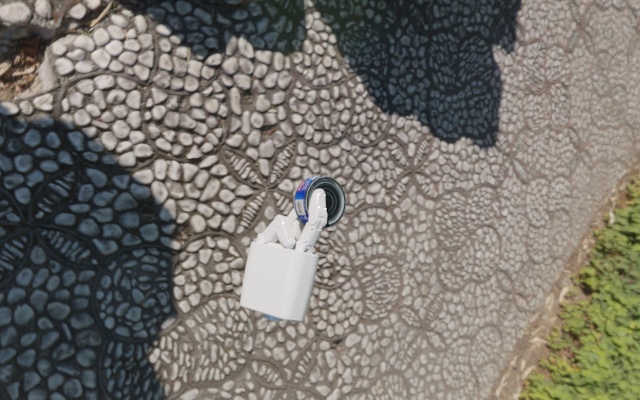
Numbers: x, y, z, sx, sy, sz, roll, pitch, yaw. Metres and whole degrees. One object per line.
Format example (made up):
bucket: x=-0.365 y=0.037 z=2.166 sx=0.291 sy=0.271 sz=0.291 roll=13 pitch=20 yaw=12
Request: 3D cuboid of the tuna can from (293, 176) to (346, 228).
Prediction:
tuna can: x=0.000 y=0.002 z=0.781 sx=0.086 sy=0.086 sz=0.034 roll=0 pitch=-1 yaw=-37
